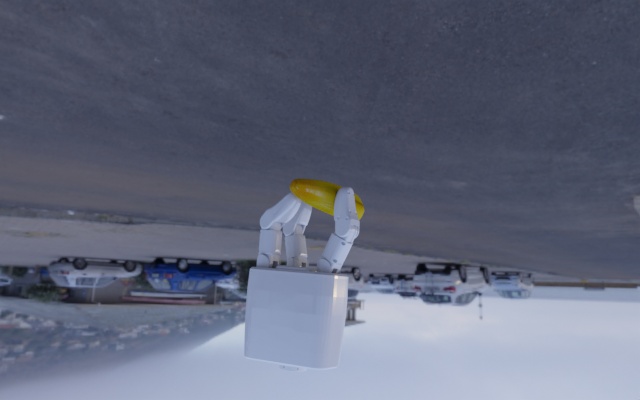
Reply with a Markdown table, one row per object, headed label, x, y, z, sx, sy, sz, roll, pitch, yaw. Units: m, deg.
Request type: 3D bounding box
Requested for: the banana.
| label | x | y | z | sx | sy | sz | roll | pitch | yaw |
| --- | --- | --- | --- | --- | --- | --- | --- | --- | --- |
| banana | 0.019 | 0.004 | 0.617 | 0.069 | 0.037 | 0.198 | 6 | -7 | 14 |
